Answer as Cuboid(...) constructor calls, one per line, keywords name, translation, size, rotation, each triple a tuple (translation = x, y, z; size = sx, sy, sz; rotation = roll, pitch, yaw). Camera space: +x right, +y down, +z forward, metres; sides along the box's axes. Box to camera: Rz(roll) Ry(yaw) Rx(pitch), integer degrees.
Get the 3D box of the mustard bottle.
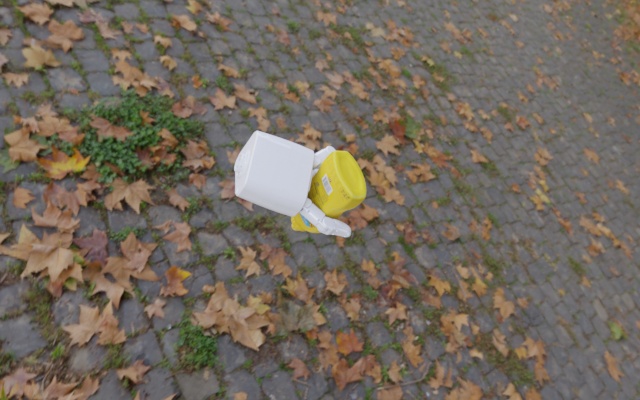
Cuboid(name="mustard bottle", translation=(0.001, 0.003, 0.838), size=(0.058, 0.096, 0.192), rotation=(-4, -28, -38))
